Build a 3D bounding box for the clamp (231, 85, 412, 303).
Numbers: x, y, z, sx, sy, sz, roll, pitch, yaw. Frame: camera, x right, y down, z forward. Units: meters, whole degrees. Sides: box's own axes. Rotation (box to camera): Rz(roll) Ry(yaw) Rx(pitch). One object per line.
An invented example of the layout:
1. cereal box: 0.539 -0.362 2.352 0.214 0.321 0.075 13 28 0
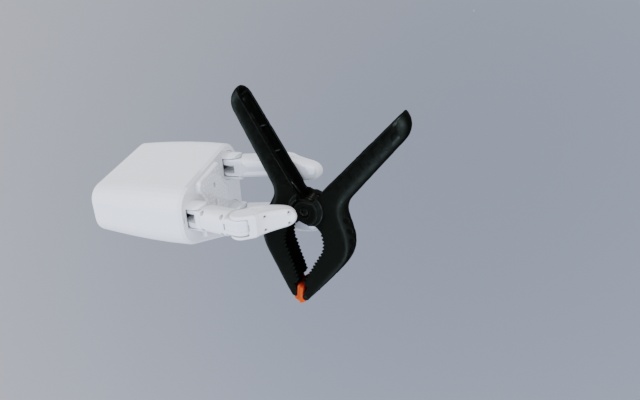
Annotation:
1. clamp: 0.000 0.002 0.441 0.164 0.210 0.036 6 23 22
